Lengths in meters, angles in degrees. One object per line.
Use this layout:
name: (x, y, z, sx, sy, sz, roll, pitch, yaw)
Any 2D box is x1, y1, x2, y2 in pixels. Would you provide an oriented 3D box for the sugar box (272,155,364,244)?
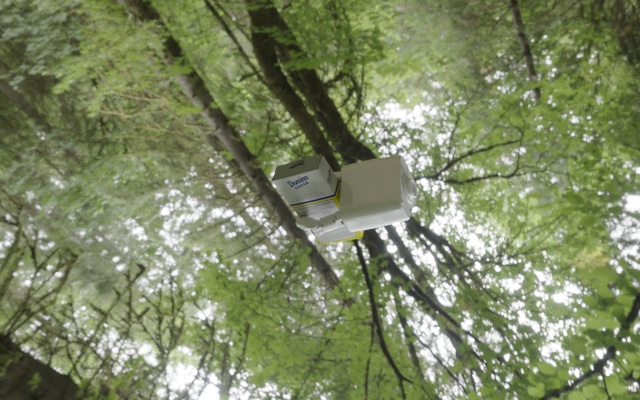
sugar box: (0.000, 0.002, 0.838, 0.093, 0.176, 0.048, -12, 39, 27)
